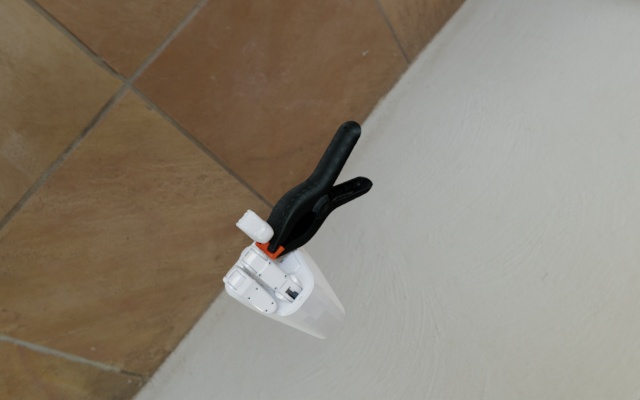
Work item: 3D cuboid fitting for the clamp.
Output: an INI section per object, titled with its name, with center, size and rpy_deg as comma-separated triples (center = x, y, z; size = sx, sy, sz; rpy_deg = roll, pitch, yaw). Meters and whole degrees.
[clamp]
center = 0.000, 0.002, 0.547
size = 0.039, 0.171, 0.120
rpy_deg = 37, -9, 37
